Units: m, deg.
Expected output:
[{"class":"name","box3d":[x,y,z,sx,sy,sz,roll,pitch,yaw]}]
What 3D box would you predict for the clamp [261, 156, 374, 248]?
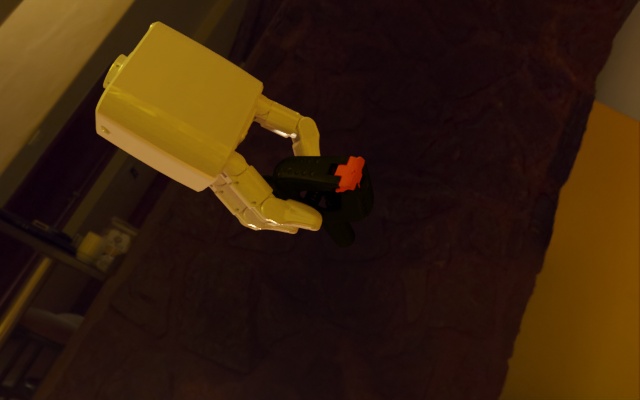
[{"class":"clamp","box3d":[0.000,0.001,0.464,0.164,0.036,0.210,27,-18,-19]}]
